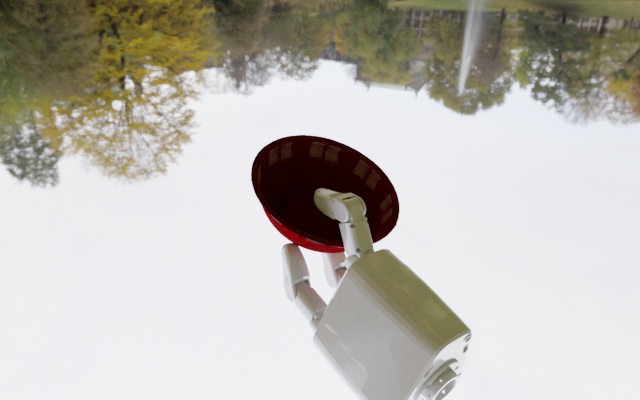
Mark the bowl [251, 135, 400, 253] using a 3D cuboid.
[{"bbox_3d":[0.000,0.001,0.512,0.162,0.162,0.055,0,-42,-24],"label":"bowl"}]
